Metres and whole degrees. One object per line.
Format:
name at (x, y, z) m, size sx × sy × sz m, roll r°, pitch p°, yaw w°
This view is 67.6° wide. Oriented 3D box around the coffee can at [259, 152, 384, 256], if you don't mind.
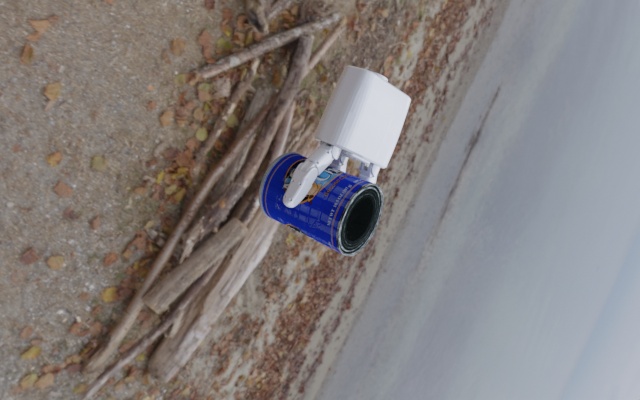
coffee can at (0.000, 0.002, 0.656) m, size 0.140 × 0.103 × 0.103 m, roll 24°, pitch 13°, yaw 32°
